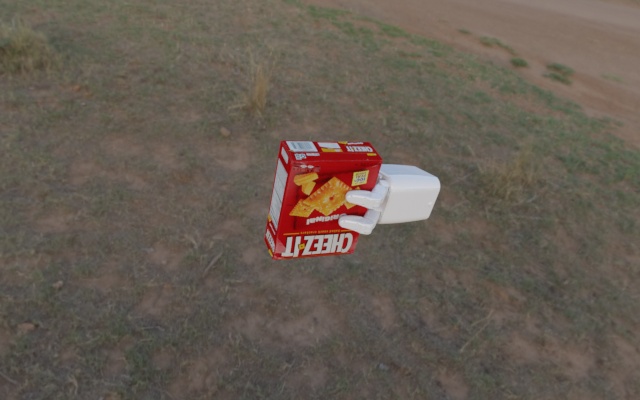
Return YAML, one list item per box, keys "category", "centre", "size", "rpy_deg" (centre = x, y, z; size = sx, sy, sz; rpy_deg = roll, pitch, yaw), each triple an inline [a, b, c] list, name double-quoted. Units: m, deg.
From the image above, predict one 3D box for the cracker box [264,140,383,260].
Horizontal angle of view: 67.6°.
- category: "cracker box"
  centre: [0.000, 0.002, 0.839]
  size: [0.164, 0.214, 0.072]
  rpy_deg: [-2, 37, -21]
